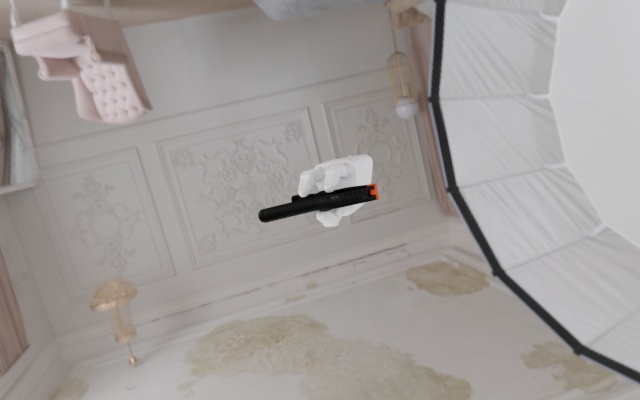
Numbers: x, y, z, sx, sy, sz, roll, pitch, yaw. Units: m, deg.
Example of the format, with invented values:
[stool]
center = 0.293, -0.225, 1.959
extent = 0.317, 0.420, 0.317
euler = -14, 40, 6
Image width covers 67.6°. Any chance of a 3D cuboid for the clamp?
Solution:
[clamp]
center = 0.001, 0.004, 0.870
extent = 0.210, 0.036, 0.164
euler = -9, 8, 28
